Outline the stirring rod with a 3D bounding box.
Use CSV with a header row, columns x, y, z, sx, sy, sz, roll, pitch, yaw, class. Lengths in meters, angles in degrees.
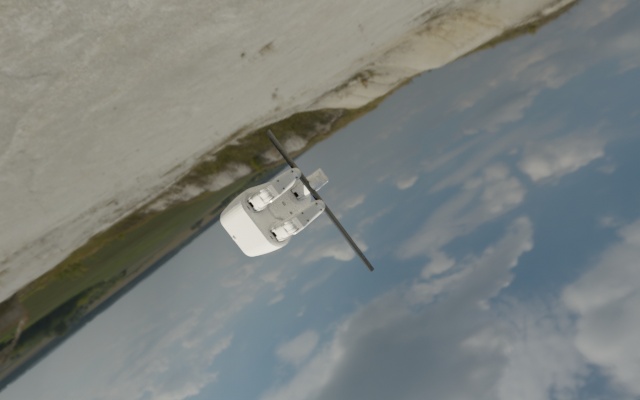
x,y,z,sx,sy,sz,roll,pitch,yaw,class
0.000,0.002,0.655,0.011,0.239,0.011,-36,6,4,stirring rod
